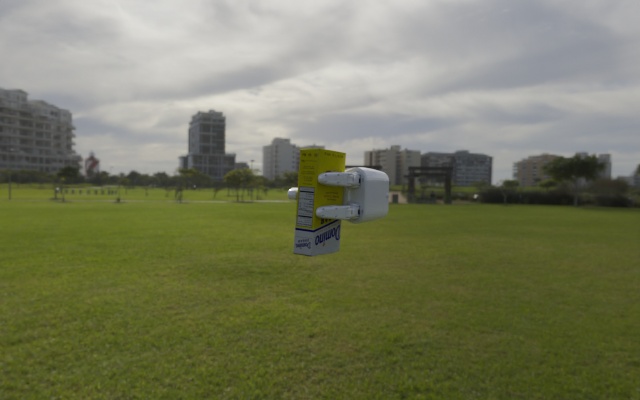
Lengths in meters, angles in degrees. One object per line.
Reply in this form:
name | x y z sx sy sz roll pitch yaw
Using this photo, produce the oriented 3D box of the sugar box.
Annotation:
sugar box | 0.001 0.003 0.811 0.048 0.176 0.093 3 2 32
